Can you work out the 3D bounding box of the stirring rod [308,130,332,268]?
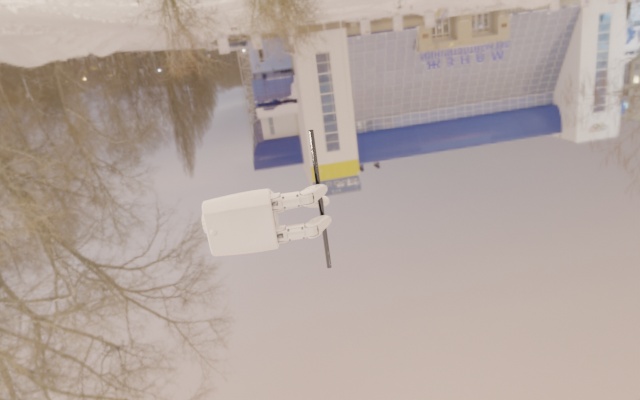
[{"bbox_3d":[0.000,0.002,0.789,0.011,0.240,0.011,-7,19,2],"label":"stirring rod"}]
